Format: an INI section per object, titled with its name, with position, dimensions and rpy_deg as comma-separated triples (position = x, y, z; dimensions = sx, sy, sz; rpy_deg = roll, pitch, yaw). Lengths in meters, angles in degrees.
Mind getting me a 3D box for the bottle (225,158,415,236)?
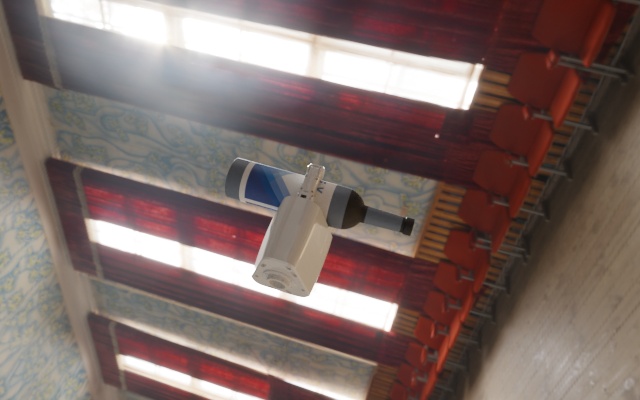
[bottle]
position = 0.000, 0.002, 0.749
dimensions = 0.295, 0.069, 0.069
rpy_deg = 16, 2, 8
